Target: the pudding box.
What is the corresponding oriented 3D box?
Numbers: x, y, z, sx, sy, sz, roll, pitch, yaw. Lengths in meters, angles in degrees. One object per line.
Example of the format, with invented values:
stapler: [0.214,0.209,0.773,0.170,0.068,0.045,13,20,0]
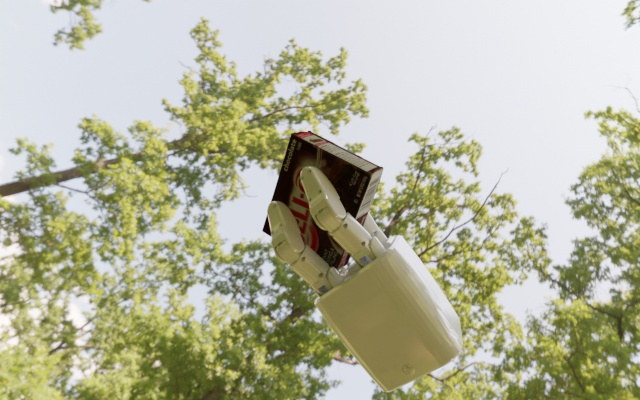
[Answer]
pudding box: [0.000,0.002,0.462,0.090,0.113,0.039,29,24,21]
